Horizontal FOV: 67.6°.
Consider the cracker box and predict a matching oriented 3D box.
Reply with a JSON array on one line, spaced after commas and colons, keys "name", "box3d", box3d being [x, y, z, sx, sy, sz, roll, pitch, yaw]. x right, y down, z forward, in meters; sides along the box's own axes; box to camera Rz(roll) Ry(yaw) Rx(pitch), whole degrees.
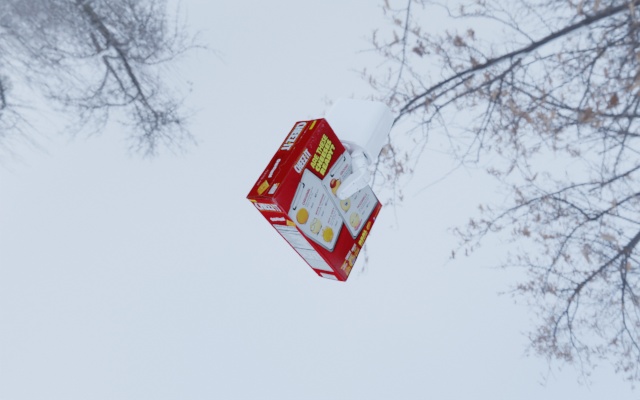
[{"name": "cracker box", "box3d": [0.000, 0.003, 0.766, 0.072, 0.164, 0.214, 1, -39, 42]}]
